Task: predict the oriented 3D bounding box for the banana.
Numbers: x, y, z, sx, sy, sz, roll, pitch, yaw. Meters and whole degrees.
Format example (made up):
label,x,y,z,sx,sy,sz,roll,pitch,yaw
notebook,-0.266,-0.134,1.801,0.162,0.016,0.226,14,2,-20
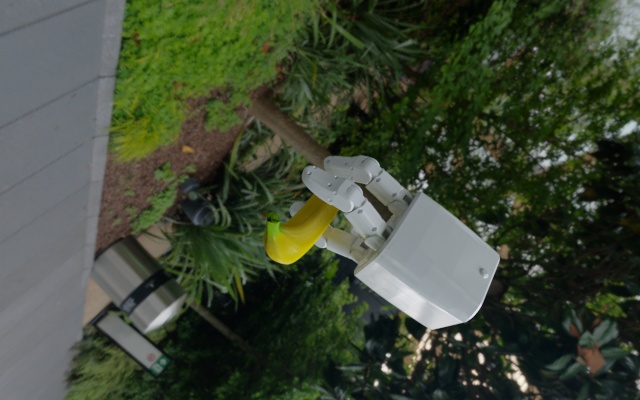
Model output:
label,x,y,z,sx,sy,sz,roll,pitch,yaw
banana,-0.010,0.017,0.485,0.037,0.070,0.197,34,26,8
